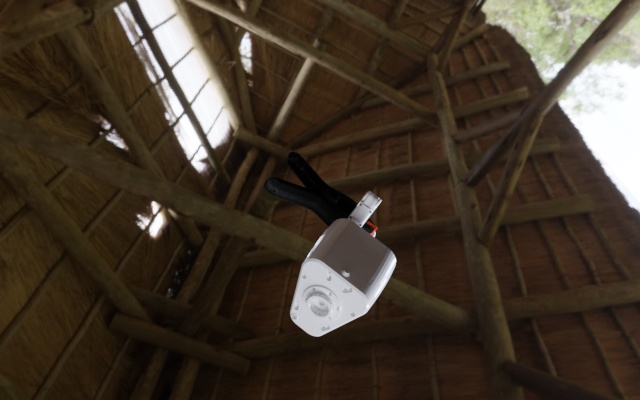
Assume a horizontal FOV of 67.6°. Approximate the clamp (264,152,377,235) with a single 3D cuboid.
[{"bbox_3d":[0.000,0.003,0.669,0.171,0.039,0.120,38,34,5],"label":"clamp"}]
